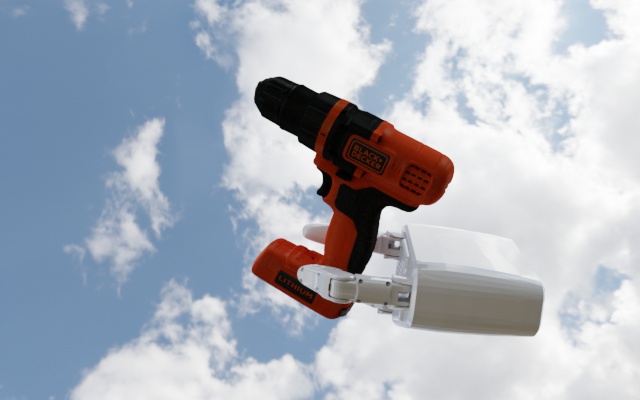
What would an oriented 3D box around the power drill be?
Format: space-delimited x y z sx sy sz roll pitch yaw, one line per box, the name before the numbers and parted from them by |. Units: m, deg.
power drill | 0.000 0.002 0.432 0.184 0.188 0.057 29 29 13
